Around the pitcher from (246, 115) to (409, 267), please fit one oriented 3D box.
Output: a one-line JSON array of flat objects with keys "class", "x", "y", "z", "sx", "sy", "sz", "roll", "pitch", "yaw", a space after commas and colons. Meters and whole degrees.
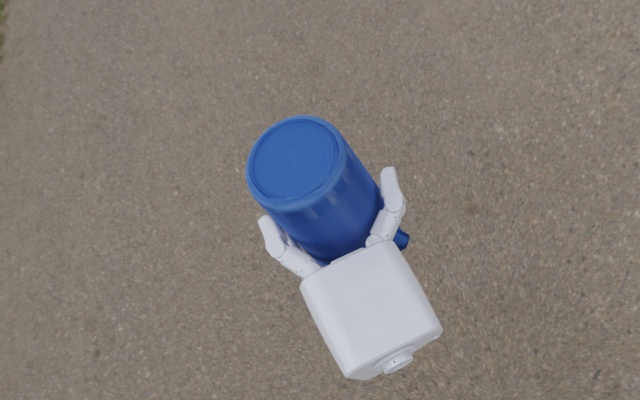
[{"class": "pitcher", "x": 0.000, "y": 0.002, "z": 0.576, "sx": 0.149, "sy": 0.145, "sz": 0.243, "roll": -29, "pitch": -29, "yaw": 6}]
